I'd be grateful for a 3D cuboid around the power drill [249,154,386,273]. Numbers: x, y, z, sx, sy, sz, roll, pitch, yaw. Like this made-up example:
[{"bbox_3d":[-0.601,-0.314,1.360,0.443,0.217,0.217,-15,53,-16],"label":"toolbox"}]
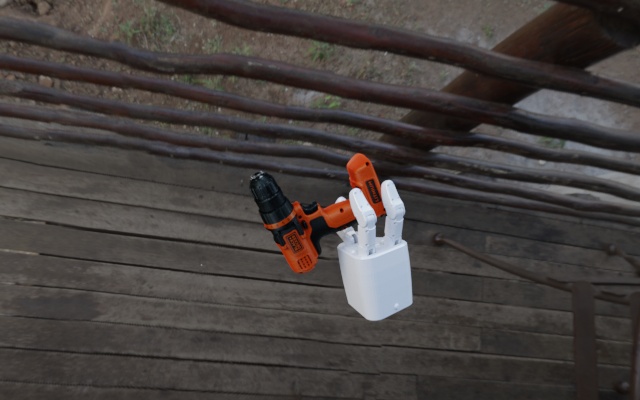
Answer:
[{"bbox_3d":[0.001,0.002,0.745,0.187,0.184,0.057,-29,29,-7],"label":"power drill"}]
